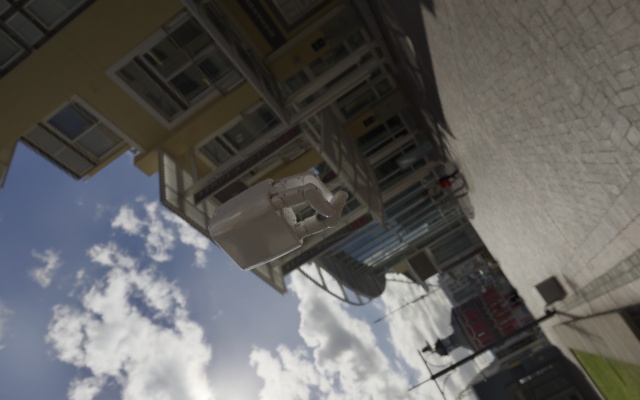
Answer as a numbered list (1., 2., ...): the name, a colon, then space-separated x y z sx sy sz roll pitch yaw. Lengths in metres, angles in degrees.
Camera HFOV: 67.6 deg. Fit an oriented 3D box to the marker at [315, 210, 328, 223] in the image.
1. marker: 0.000 0.003 0.773 0.020 0.020 0.121 0 22 -2
